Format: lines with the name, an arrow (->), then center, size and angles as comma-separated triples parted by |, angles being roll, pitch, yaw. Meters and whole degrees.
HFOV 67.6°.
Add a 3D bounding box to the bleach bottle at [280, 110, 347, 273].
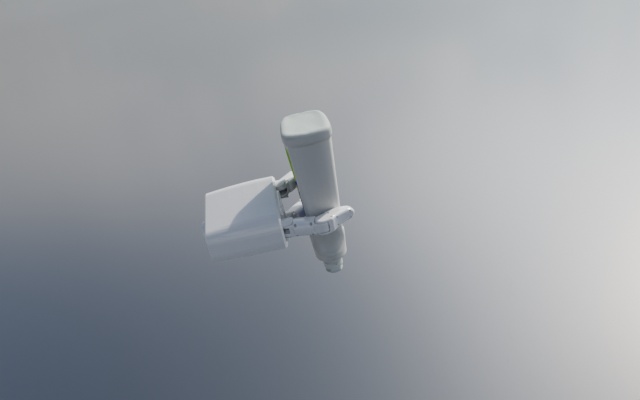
bleach bottle -> 0.000, 0.002, 0.700 | 0.068, 0.251, 0.102 | -13, 27, -1
